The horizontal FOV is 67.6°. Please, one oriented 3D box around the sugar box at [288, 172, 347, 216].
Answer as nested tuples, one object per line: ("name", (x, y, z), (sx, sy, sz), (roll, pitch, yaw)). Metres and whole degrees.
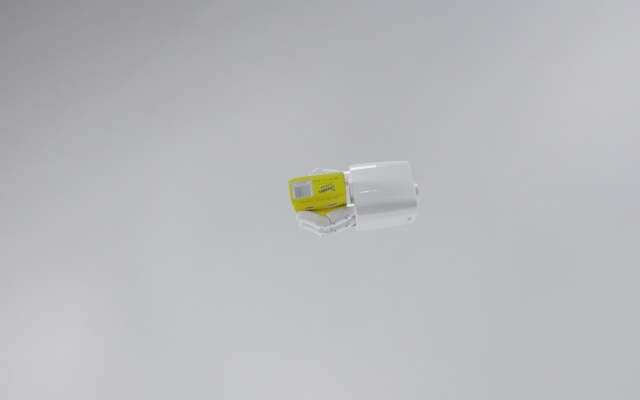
("sugar box", (0.000, 0.003, 0.846), (0.093, 0.048, 0.176), (-7, -19, 2))
